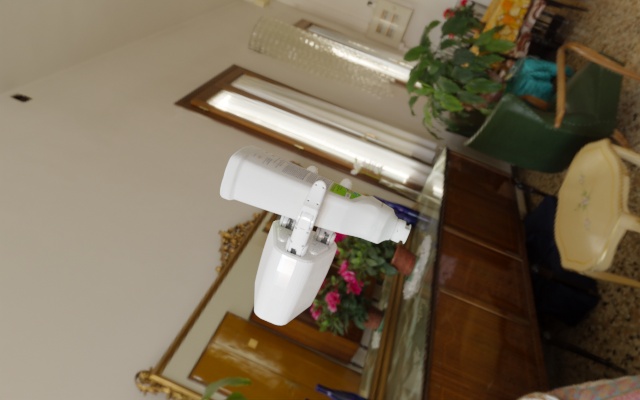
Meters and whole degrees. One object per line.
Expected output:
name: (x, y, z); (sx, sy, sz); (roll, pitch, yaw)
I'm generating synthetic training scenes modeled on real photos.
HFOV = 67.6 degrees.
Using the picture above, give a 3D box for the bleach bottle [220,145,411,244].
bleach bottle: (0.000, 0.002, 0.647); (0.251, 0.068, 0.102); (22, 20, 3)
